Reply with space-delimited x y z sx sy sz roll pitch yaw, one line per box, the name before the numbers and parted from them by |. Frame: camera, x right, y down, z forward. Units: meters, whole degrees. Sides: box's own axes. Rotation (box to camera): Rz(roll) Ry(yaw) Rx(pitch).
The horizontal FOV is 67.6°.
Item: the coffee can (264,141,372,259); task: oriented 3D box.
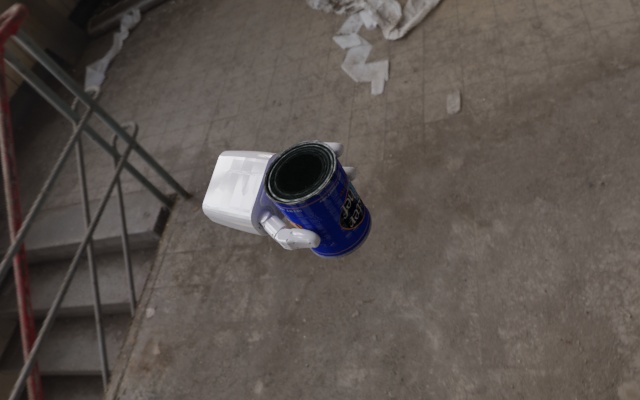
coffee can | 0.000 0.002 0.655 0.103 0.102 0.140 0 -35 28
